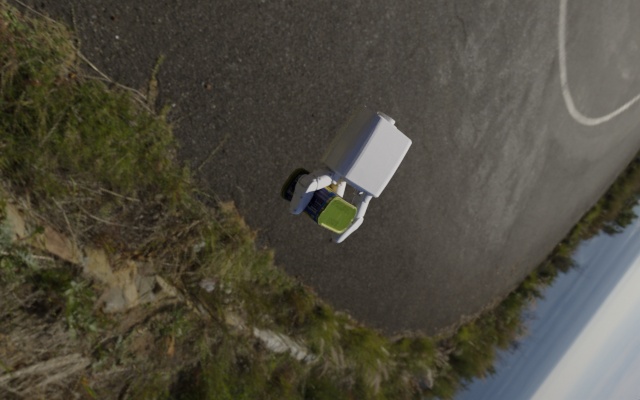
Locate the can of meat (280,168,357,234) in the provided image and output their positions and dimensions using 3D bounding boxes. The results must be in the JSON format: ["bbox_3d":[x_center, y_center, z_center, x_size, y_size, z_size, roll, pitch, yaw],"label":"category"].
[{"bbox_3d":[0.000,0.003,0.748,0.084,0.057,0.102,37,5,31],"label":"can of meat"}]
